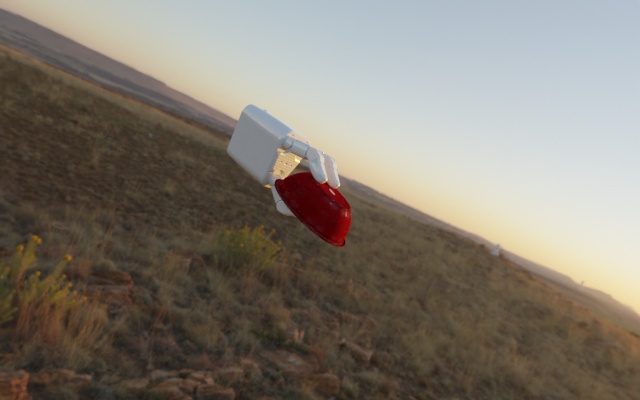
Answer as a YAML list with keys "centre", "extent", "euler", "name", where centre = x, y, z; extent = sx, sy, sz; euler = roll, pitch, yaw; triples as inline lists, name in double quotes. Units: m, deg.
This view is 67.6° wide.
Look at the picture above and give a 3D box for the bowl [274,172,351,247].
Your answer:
- centre: [0.001, 0.003, 0.806]
  extent: [0.055, 0.162, 0.162]
  euler: [-46, -13, 12]
  name: "bowl"
